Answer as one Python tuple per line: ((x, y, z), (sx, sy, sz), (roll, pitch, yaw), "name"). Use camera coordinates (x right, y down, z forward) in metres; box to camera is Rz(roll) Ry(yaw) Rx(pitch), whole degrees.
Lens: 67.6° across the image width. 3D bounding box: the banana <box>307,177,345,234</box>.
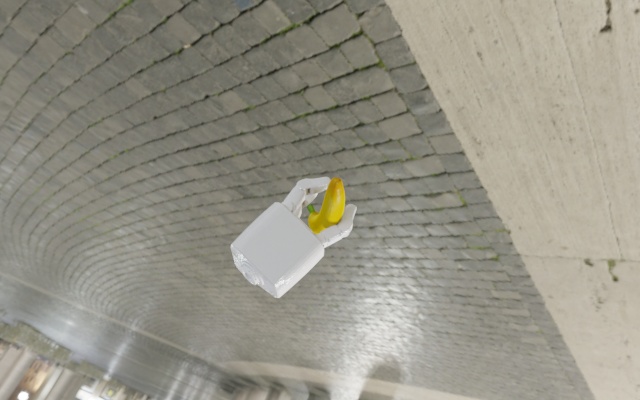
((0.007, 0.020, 0.816), (0.037, 0.069, 0.198), (-22, -8, -20), "banana")
